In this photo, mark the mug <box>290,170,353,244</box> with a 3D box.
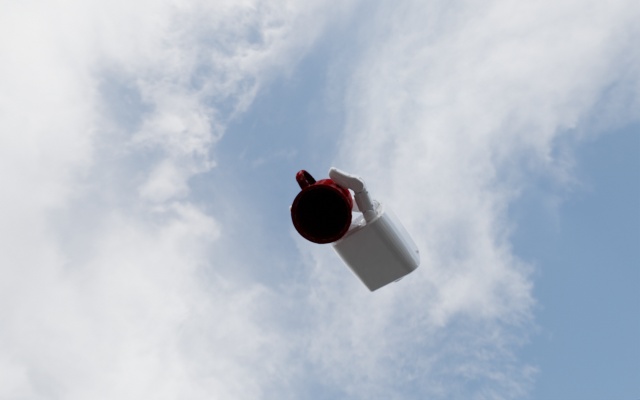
[{"bbox_3d":[-0.001,0.001,0.746,0.093,0.117,0.081,-36,5,16],"label":"mug"}]
